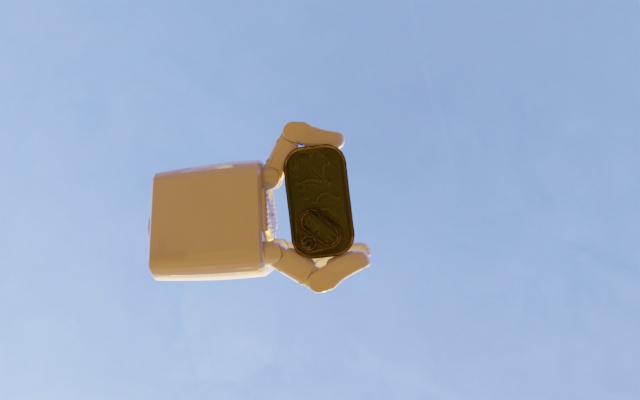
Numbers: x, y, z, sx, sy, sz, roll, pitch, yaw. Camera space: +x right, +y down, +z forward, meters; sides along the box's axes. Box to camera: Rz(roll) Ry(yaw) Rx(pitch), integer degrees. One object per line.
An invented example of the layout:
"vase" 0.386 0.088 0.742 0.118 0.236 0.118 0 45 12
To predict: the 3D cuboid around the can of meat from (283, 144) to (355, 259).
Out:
"can of meat" 0.000 0.001 0.469 0.057 0.102 0.084 -7 -1 2
